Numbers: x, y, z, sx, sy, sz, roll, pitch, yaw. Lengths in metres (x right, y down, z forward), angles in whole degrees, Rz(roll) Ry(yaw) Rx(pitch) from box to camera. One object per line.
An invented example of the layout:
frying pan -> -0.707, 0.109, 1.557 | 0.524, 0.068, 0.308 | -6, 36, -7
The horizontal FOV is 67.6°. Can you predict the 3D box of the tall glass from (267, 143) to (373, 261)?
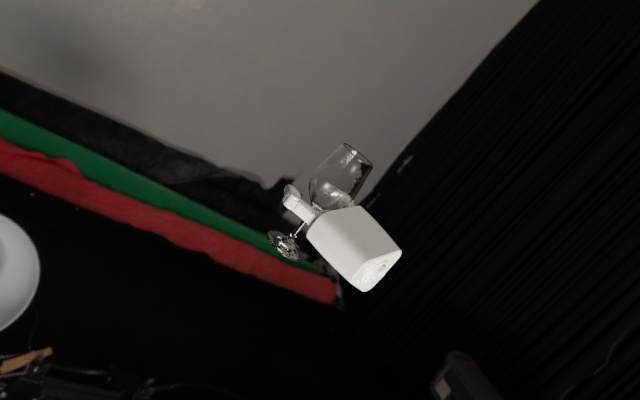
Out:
tall glass -> 0.000, 0.003, 0.784 | 0.079, 0.201, 0.079 | 35, 15, -11
